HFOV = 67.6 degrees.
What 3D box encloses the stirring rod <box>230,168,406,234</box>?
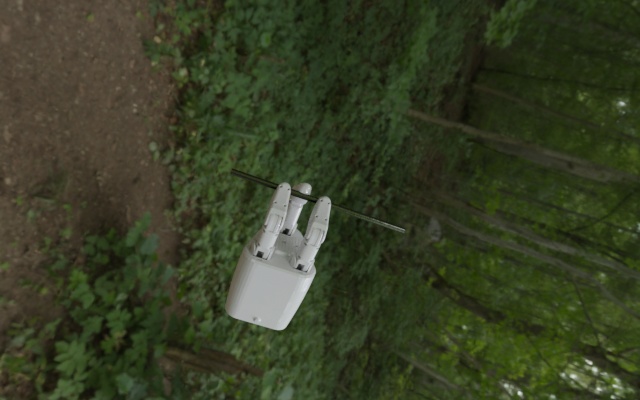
[{"bbox_3d":[0.000,0.002,0.618,0.239,0.011,0.011,19,-4,-10],"label":"stirring rod"}]
